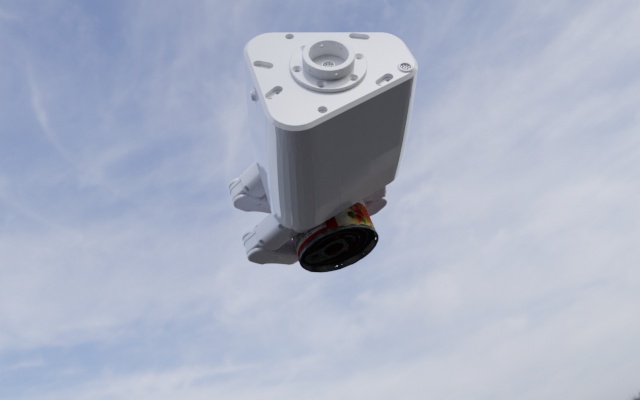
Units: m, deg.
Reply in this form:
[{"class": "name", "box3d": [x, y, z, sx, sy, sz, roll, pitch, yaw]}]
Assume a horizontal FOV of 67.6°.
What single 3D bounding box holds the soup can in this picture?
[{"class": "soup can", "box3d": [0.000, 0.001, 0.413, 0.068, 0.102, 0.069, -15, -33, -10]}]
